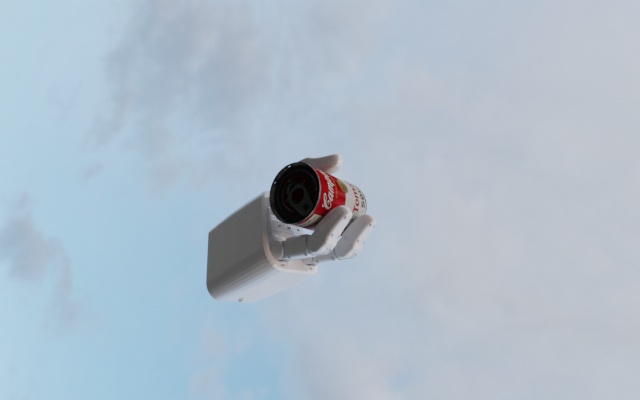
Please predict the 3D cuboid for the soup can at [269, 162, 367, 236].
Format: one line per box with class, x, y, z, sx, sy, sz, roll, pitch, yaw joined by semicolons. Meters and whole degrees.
soup can;0.001;0.002;0.546;0.068;0.068;0.102;0;-11;35
